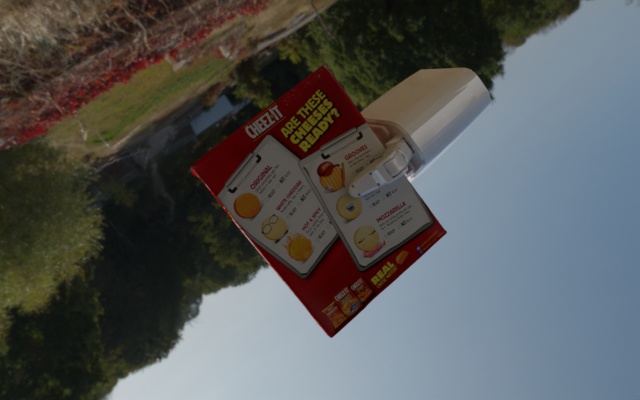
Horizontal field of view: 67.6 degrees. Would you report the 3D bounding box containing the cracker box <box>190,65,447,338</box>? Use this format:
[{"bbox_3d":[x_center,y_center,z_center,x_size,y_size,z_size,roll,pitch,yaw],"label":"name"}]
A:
[{"bbox_3d":[0.000,0.002,0.490,0.164,0.214,0.072,-40,9,-12],"label":"cracker box"}]
